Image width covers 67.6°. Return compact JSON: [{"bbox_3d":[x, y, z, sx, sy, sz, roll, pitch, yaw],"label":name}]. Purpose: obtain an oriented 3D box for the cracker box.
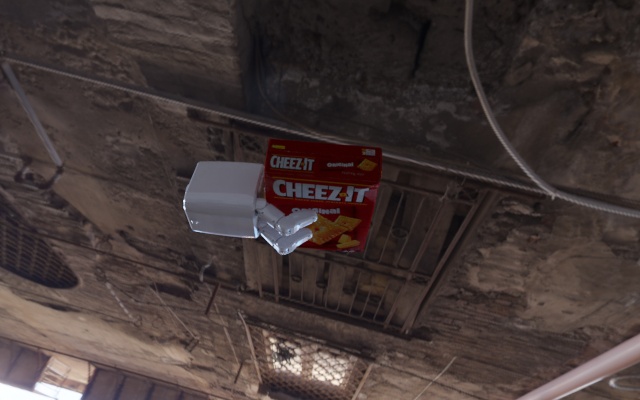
[{"bbox_3d":[0.000,0.002,0.749,0.164,0.072,0.214,4,-33,0],"label":"cracker box"}]
